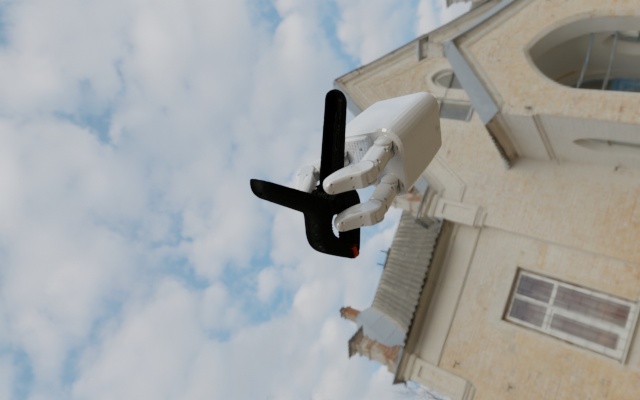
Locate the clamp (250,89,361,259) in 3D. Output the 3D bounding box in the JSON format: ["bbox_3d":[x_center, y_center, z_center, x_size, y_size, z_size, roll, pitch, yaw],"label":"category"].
[{"bbox_3d":[0.000,0.002,0.553,0.036,0.210,0.164,13,45,35],"label":"clamp"}]
